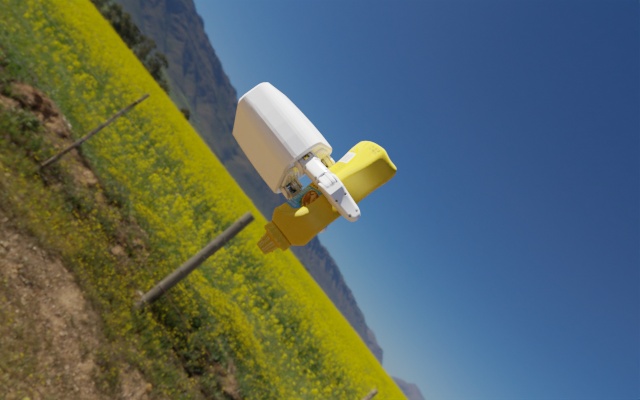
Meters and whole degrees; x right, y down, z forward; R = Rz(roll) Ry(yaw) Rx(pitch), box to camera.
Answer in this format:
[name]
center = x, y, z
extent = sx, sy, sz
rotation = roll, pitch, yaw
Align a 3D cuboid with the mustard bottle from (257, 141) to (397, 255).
[mustard bottle]
center = 0.001, 0.002, 0.604
extent = 0.191, 0.058, 0.096
rotation = -38, 17, -7
